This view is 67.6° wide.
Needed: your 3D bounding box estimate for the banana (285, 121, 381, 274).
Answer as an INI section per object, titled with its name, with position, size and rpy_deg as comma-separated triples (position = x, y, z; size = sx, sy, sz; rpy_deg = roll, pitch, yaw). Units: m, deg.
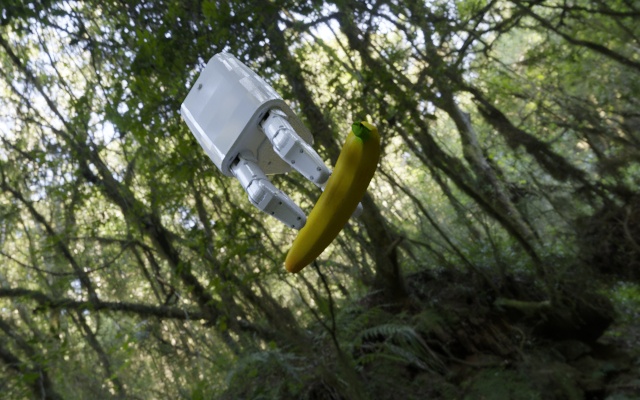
[banana]
position = 0.014, -0.006, 0.469
size = 0.069, 0.198, 0.037
rpy_deg = -20, 55, -41
